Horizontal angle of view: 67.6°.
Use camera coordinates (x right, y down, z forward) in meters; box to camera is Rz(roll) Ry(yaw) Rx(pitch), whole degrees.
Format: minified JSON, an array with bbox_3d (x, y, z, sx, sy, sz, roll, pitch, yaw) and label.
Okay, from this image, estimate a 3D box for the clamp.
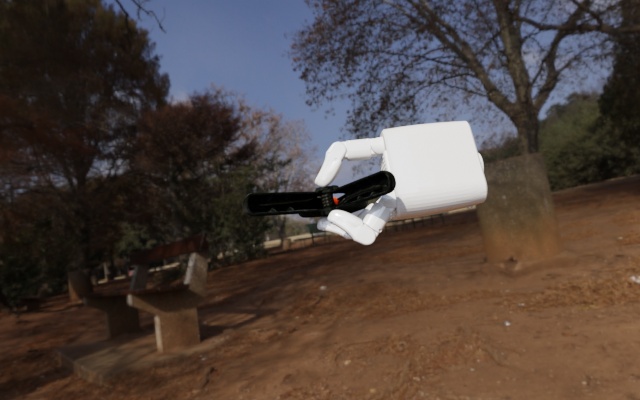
[{"bbox_3d":[0.000,0.001,0.591,0.164,0.036,0.210,-8,-6,1],"label":"clamp"}]
